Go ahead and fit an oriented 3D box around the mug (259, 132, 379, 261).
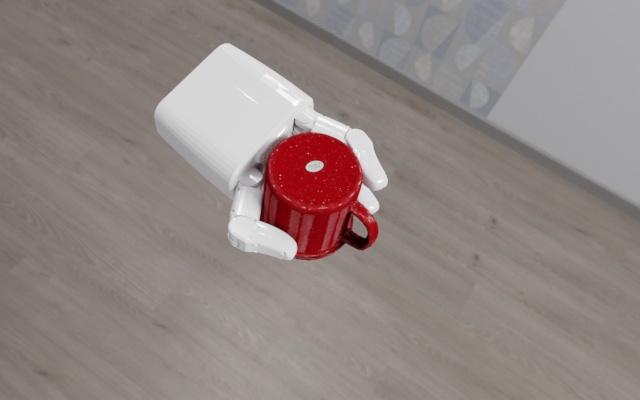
[{"bbox_3d":[0.001,0.002,0.419,0.117,0.093,0.081,37,-29,13],"label":"mug"}]
